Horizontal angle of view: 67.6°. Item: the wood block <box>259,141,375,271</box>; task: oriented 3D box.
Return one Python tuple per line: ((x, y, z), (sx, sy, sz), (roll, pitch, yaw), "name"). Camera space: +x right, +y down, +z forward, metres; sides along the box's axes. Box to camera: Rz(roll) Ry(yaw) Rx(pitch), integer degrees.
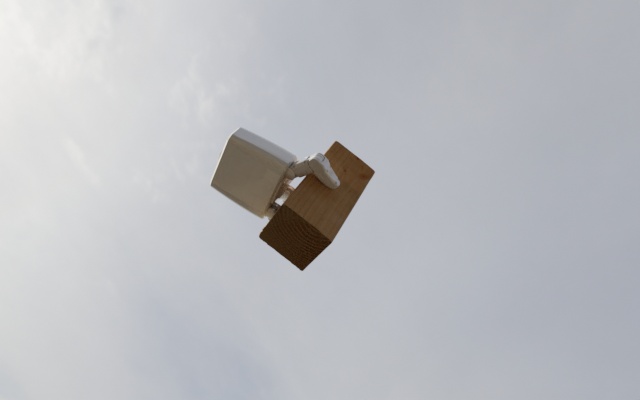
((0.000, 0.002, 0.771), (0.091, 0.090, 0.206), (-49, 3, 41), "wood block")
